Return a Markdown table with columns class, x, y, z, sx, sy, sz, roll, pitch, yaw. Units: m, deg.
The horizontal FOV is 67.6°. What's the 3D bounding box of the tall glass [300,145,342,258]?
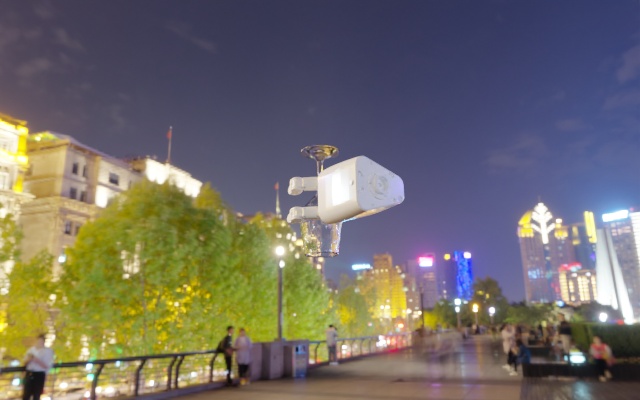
| class | x | y | z | sx | sy | sz | roll | pitch | yaw |
| --- | --- | --- | --- | --- | --- | --- | --- | --- | --- |
| tall glass | 0.000 | 0.002 | 0.893 | 0.079 | 0.201 | 0.079 | -1 | -14 | 0 |
